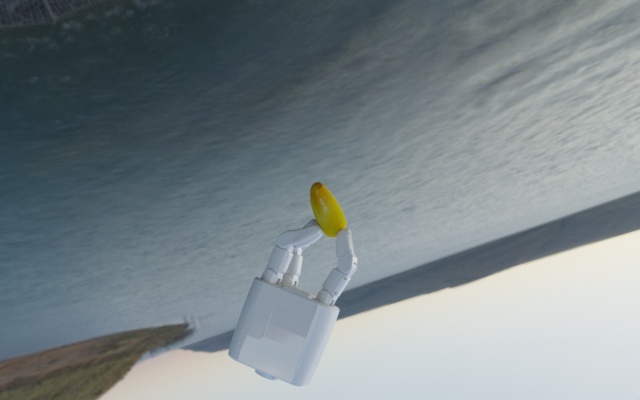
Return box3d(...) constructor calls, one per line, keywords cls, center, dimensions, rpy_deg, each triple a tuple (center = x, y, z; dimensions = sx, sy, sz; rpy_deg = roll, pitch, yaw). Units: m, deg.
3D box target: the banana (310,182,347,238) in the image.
box3d(cls="banana", center=(0.010, 0.018, 0.653), dimensions=(0.037, 0.069, 0.198), rpy_deg=(-31, -5, 0))
